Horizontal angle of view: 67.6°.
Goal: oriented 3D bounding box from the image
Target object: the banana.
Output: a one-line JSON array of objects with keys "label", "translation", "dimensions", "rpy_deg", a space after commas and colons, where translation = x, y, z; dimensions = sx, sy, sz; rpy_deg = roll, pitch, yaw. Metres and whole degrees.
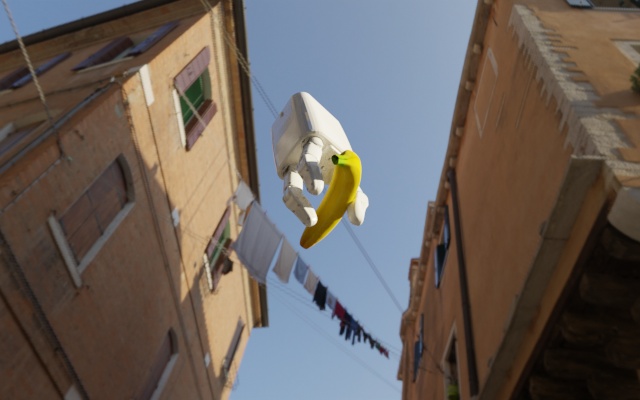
[{"label": "banana", "translation": [0.016, -0.005, 0.653], "dimensions": [0.069, 0.037, 0.198], "rpy_deg": [-19, -32, -29]}]
